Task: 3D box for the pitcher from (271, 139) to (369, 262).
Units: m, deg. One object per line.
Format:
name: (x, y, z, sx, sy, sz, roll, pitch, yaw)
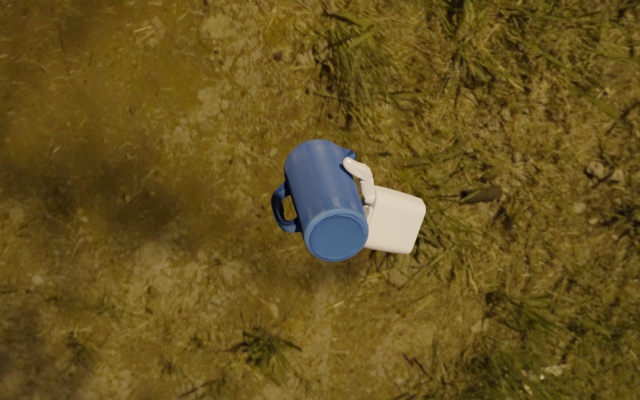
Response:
pitcher: (0.000, 0.003, 0.866, 0.145, 0.149, 0.242, 12, 29, -17)
